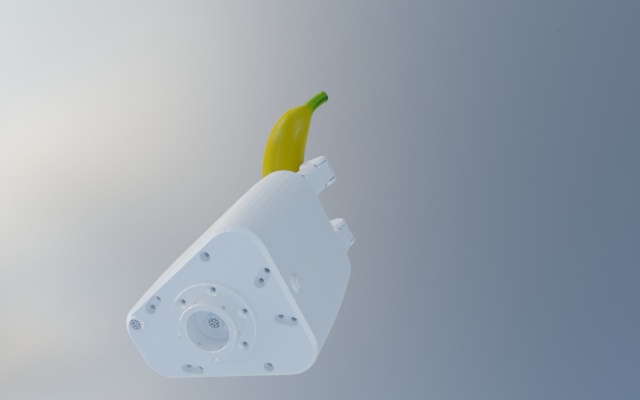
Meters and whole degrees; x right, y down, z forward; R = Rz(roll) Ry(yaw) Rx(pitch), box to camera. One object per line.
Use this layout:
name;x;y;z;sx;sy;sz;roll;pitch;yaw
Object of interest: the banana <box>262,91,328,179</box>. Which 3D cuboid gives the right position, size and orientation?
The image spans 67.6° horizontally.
banana;-0.018;0.000;0.451;0.069;0.198;0.037;-6;14;-11
